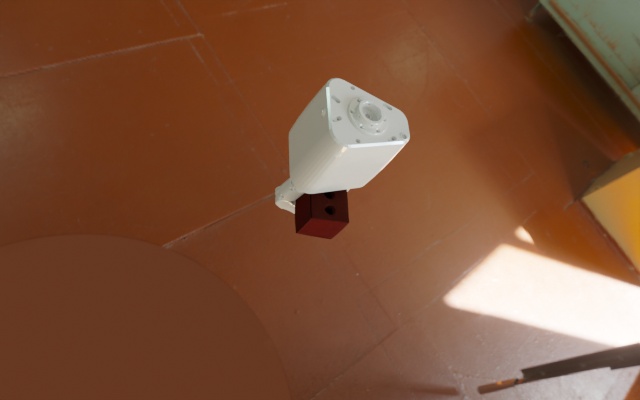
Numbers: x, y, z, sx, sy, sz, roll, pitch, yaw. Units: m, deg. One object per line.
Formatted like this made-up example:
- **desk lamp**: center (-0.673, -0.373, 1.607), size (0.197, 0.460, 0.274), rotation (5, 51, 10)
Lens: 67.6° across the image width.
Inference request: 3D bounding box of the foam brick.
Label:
- **foam brick**: center (0.000, 0.002, 0.611), size (0.053, 0.078, 0.051), rotation (9, -29, -24)
